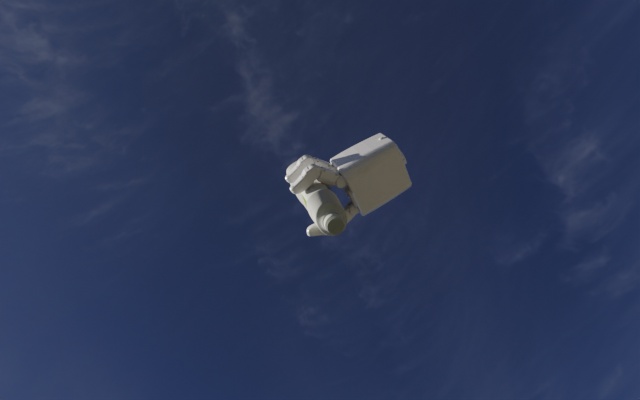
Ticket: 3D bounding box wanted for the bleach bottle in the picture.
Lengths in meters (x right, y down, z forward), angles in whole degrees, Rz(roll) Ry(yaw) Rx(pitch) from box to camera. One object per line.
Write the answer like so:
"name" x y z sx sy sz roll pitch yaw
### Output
"bleach bottle" 0.000 0.003 0.847 0.068 0.103 0.250 -30 25 -1
